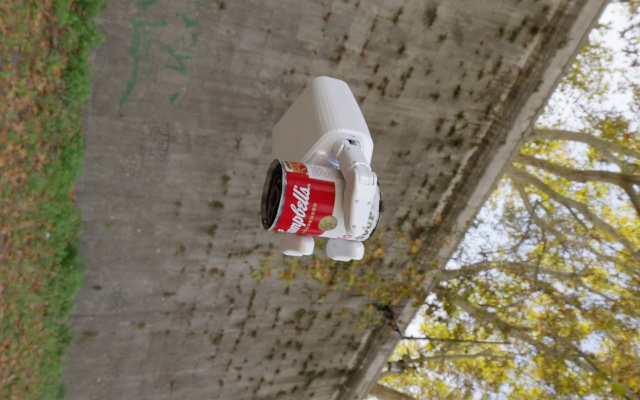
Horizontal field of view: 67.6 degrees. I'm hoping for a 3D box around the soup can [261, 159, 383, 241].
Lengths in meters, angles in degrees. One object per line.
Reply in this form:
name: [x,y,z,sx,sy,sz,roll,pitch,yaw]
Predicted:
soup can: [0.000,0.002,0.465,0.102,0.068,0.068,9,-3,-22]
